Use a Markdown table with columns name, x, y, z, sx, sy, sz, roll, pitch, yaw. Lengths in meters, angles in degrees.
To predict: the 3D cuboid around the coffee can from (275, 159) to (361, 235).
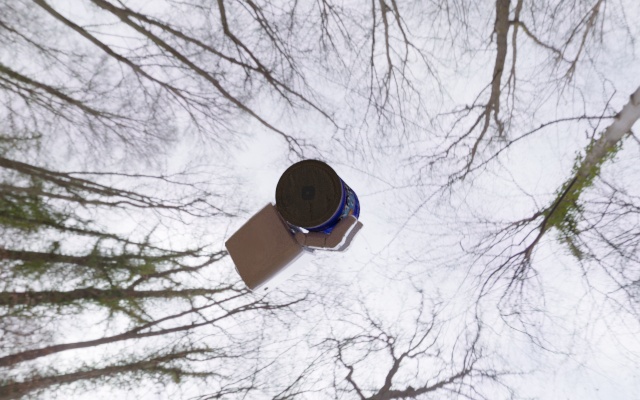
| name | x | y | z | sx | sy | sz | roll | pitch | yaw |
| --- | --- | --- | --- | --- | --- | --- | --- | --- | --- |
| coffee can | 0.000 | 0.002 | 0.758 | 0.103 | 0.102 | 0.140 | 0 | -11 | 16 |
